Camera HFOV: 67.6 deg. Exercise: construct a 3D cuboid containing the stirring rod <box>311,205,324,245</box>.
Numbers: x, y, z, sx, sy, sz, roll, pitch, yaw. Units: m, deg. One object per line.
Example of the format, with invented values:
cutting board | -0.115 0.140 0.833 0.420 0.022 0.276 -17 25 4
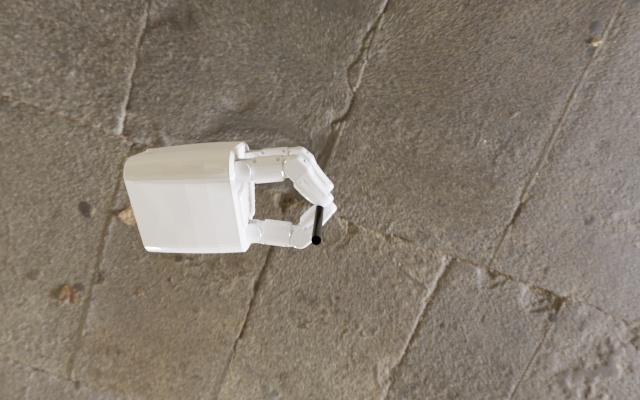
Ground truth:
stirring rod | 0.000 0.002 0.487 0.011 0.011 0.239 0 14 2
